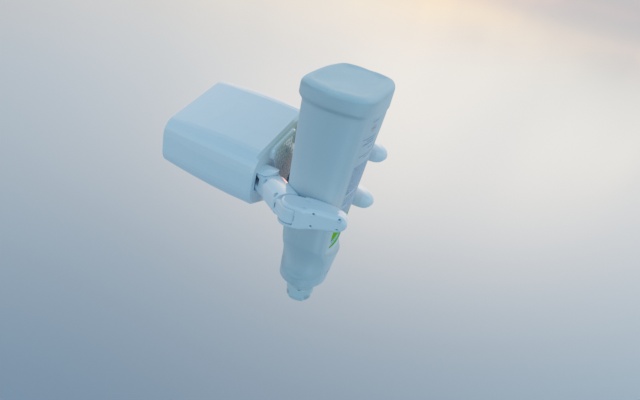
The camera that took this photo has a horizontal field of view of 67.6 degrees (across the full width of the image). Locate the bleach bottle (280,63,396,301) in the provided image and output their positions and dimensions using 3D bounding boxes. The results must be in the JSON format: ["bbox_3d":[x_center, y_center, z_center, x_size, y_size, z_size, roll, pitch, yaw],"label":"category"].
[{"bbox_3d":[0.000,0.001,0.464,0.068,0.251,0.102,24,32,14],"label":"bleach bottle"}]
